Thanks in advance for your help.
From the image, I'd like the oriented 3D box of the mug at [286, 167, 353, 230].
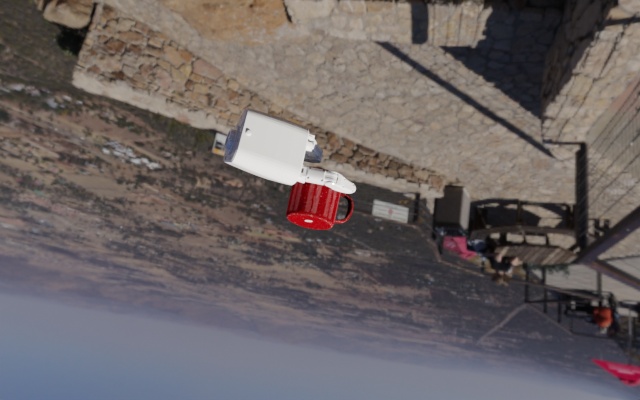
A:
[{"bbox_3d":[0.001,0.003,0.805,0.117,0.081,0.093,18,-19,-18],"label":"mug"}]
